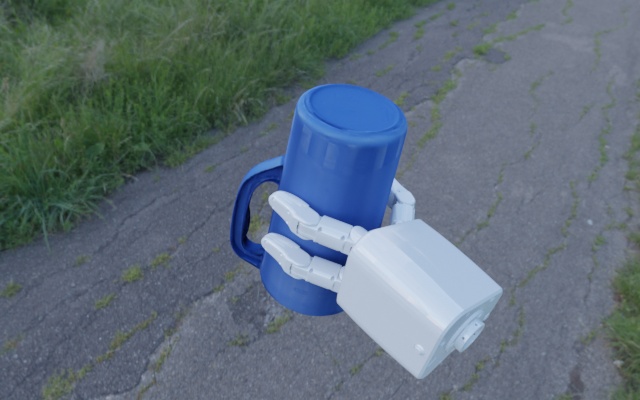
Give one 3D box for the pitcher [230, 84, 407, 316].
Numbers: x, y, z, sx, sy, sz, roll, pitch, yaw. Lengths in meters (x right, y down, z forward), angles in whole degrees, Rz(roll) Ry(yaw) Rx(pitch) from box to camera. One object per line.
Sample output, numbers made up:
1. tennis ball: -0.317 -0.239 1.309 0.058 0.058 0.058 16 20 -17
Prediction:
1. pitcher: 0.000 0.002 0.521 0.149 0.243 0.145 -21 50 -34
